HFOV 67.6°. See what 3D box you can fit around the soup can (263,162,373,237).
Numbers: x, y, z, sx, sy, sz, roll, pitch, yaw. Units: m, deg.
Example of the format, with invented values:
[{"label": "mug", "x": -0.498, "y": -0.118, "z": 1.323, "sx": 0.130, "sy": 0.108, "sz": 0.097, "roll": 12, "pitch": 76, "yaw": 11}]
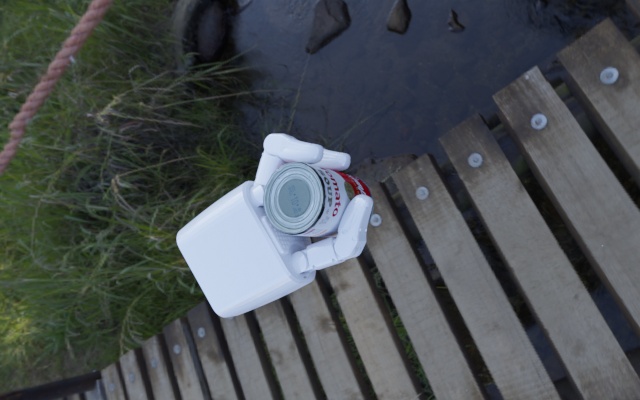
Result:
[{"label": "soup can", "x": 0.000, "y": 0.001, "z": 0.466, "sx": 0.068, "sy": 0.068, "sz": 0.102, "roll": 0, "pitch": -5, "yaw": 31}]
